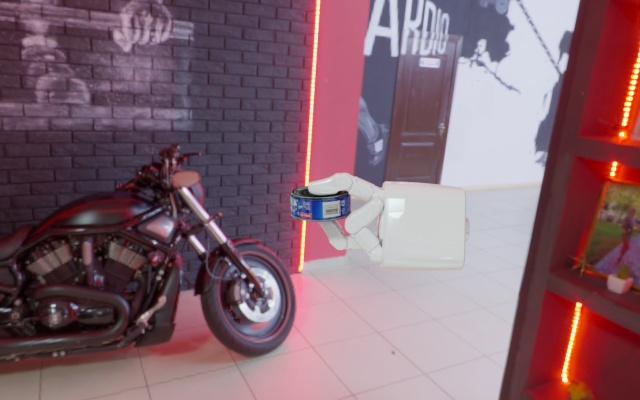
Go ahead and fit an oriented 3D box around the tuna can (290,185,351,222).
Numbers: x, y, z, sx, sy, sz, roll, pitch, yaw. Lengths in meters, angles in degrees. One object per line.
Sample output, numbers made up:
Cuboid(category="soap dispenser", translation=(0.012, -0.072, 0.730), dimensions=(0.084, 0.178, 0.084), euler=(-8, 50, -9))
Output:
Cuboid(category="tuna can", translation=(0.000, 0.002, 0.673), dimensions=(0.086, 0.034, 0.086), euler=(-2, 15, 0))
